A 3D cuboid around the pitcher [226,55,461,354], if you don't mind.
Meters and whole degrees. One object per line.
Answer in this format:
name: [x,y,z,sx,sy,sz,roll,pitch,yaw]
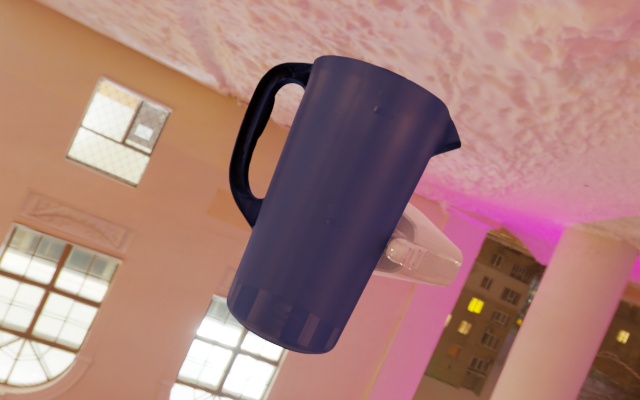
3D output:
pitcher: [0.000,0.001,0.432,0.145,0.243,0.149,23,1,-42]
